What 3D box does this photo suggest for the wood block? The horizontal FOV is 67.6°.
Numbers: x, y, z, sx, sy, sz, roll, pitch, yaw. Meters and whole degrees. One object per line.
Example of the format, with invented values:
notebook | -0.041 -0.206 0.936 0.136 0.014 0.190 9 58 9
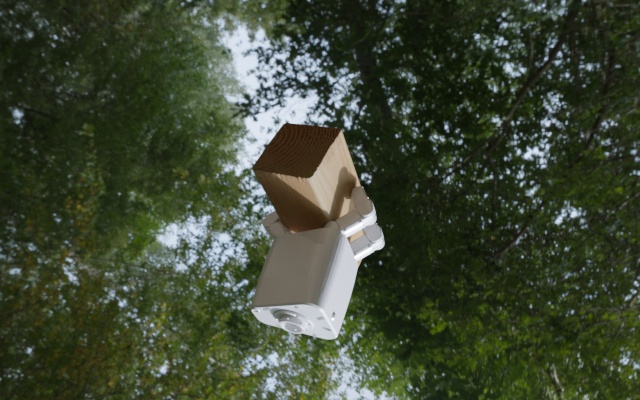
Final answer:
wood block | 0.000 0.002 0.660 0.091 0.090 0.206 11 -36 30
